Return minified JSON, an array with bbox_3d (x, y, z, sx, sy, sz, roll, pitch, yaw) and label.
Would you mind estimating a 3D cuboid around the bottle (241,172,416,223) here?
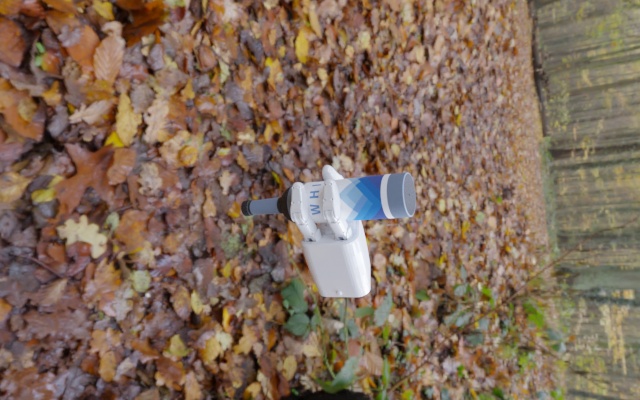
[{"bbox_3d":[0.000,0.002,0.768,0.296,0.069,0.069,-5,-2,26],"label":"bottle"}]
